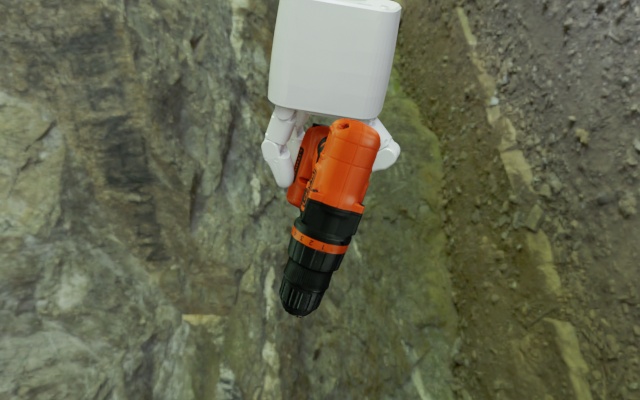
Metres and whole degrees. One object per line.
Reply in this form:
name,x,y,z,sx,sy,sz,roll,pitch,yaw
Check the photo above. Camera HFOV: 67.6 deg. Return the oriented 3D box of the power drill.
power drill,0.000,0.001,0.485,0.057,0.184,0.187,18,13,-11
